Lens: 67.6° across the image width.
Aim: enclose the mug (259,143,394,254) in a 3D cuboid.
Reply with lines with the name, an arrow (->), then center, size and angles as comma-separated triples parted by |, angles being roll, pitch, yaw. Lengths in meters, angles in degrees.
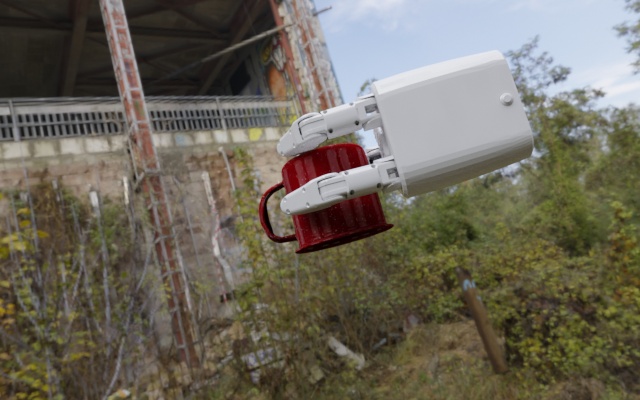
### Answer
mug -> -0.001, 0.002, 0.443 | 0.117, 0.081, 0.093 | -16, -10, 3
